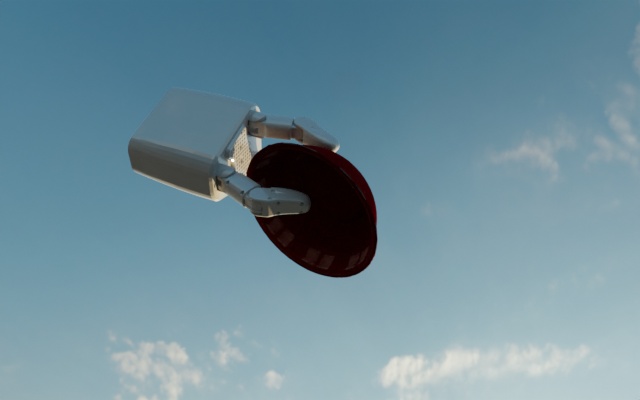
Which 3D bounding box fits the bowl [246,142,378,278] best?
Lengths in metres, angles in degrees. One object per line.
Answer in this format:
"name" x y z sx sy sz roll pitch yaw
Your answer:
"bowl" 0.001 0.002 0.503 0.162 0.162 0.055 0 31 40
